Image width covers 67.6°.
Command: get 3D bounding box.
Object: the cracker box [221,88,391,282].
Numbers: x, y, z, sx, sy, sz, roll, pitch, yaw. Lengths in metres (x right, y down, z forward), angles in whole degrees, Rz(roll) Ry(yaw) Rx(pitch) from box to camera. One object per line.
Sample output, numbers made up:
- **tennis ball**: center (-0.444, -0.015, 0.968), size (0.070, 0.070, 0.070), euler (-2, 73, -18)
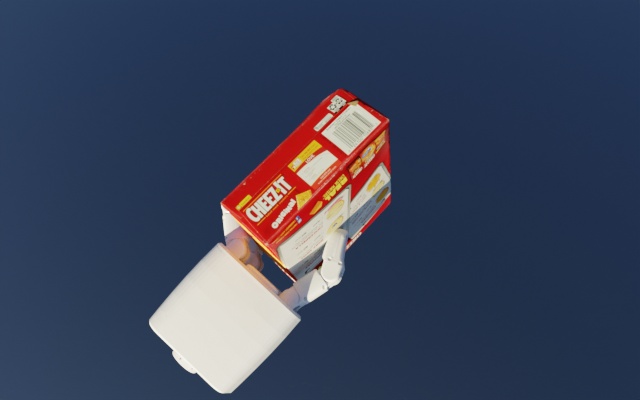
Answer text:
- **cracker box**: center (0.000, 0.002, 0.528), size (0.072, 0.164, 0.214), euler (40, -11, 20)
